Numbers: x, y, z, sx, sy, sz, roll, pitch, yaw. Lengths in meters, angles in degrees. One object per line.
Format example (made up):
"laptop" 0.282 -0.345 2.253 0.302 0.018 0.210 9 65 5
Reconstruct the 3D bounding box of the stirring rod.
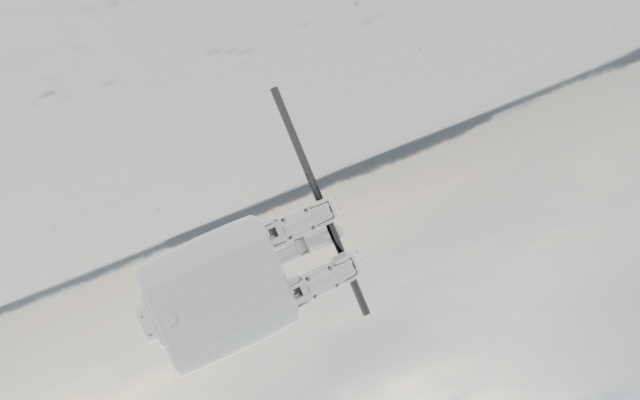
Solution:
"stirring rod" 0.000 0.001 0.470 0.011 0.239 0.011 -22 2 1
